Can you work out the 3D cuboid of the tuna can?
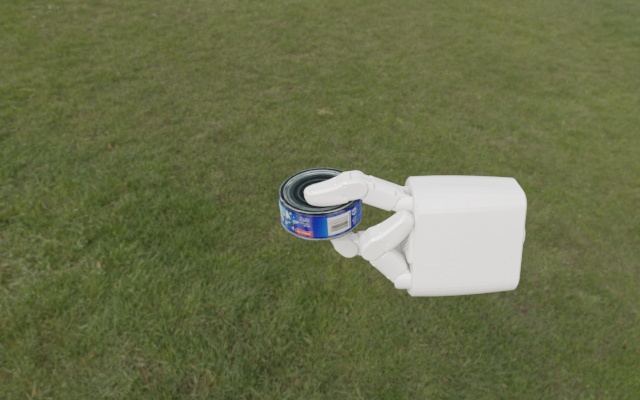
[{"bbox_3d":[0.000,0.001,0.490,0.086,0.034,0.086,-3,35,2],"label":"tuna can"}]
